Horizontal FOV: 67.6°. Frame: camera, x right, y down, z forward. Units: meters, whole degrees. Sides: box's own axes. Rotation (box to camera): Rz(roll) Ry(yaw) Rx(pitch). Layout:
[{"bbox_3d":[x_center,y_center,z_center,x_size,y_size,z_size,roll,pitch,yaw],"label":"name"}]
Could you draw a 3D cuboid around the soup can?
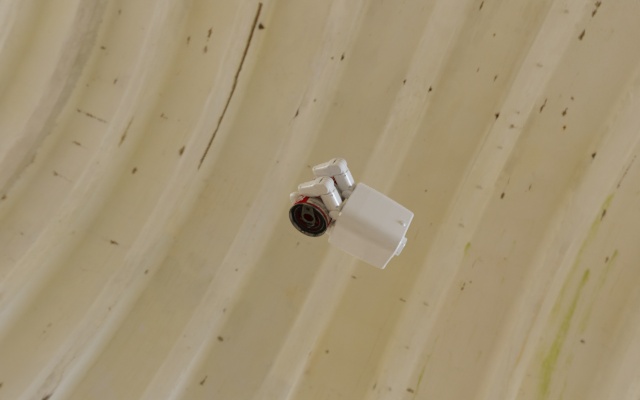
[{"bbox_3d":[0.000,0.002,0.797,0.068,0.068,0.102,0,36,31],"label":"soup can"}]
